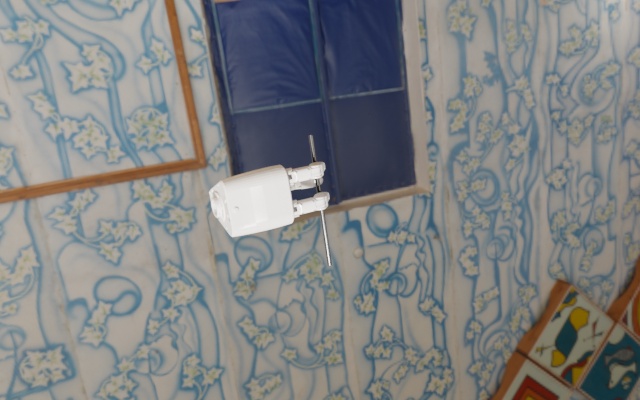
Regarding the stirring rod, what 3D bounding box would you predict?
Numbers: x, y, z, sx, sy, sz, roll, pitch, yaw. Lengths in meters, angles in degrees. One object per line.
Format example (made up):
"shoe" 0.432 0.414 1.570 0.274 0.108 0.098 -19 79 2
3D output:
"stirring rod" 0.000 0.003 0.854 0.011 0.239 0.011 -8 13 2
